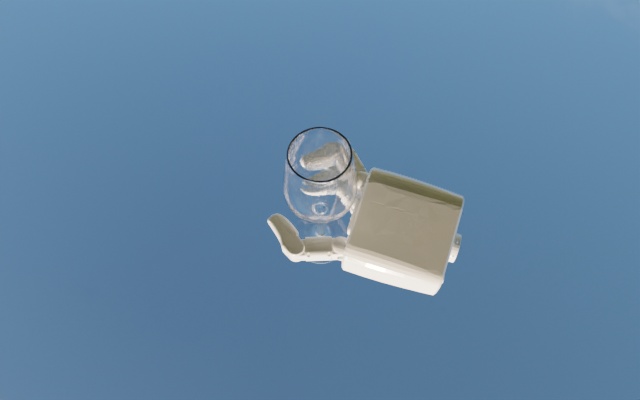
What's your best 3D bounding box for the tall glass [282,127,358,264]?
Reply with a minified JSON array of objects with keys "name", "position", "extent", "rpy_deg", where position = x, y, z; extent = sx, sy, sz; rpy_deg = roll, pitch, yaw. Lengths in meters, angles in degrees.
[{"name":"tall glass","position":[0.000,0.002,0.531],"extent":[0.079,0.079,0.201],"rpy_deg":[0,-27,1]}]
